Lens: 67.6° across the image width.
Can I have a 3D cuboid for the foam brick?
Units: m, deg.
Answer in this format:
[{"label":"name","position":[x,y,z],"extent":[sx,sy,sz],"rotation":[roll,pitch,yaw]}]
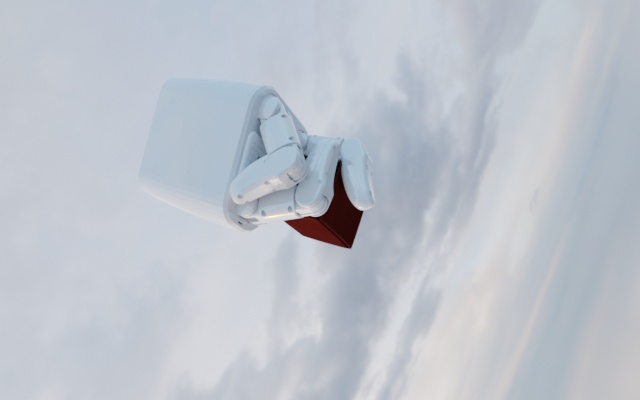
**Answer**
[{"label":"foam brick","position":[0.000,0.002,0.414],"extent":[0.051,0.053,0.078],"rotation":[12,-18,28]}]
